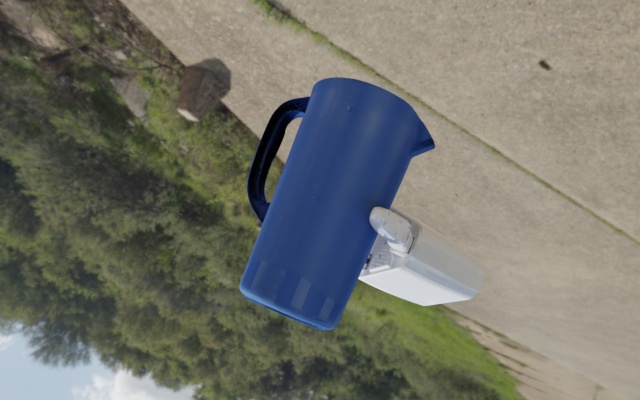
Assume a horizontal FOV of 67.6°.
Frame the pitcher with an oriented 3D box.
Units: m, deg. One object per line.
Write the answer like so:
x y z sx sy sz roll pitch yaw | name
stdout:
0.000 0.002 0.511 0.145 0.242 0.149 28 -13 -24 | pitcher
